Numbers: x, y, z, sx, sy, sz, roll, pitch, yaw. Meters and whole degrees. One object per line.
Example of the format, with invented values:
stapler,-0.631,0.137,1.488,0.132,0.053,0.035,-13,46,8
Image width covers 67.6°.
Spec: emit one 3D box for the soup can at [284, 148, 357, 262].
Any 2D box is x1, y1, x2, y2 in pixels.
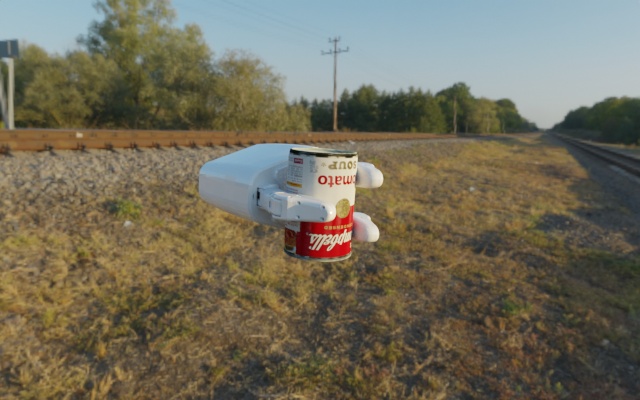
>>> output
soup can,0.000,0.001,0.469,0.068,0.102,0.068,4,10,-1
